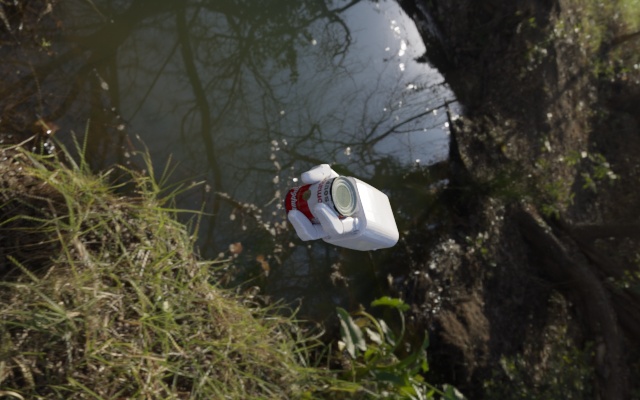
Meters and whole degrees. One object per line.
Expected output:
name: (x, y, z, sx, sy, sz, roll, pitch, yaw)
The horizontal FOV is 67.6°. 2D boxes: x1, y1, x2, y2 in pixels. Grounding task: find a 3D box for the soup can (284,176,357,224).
soup can: (0.000, 0.002, 0.774, 0.102, 0.068, 0.068, -13, -9, 39)
